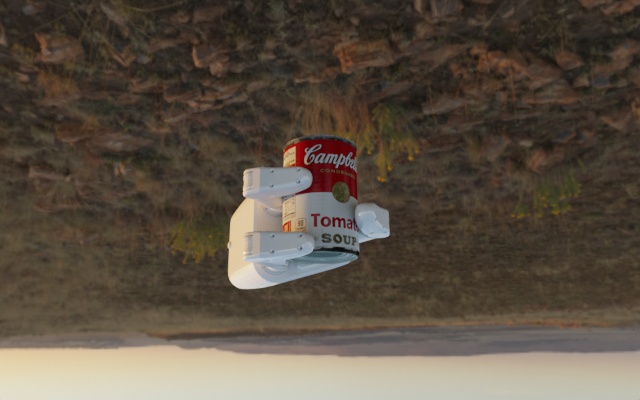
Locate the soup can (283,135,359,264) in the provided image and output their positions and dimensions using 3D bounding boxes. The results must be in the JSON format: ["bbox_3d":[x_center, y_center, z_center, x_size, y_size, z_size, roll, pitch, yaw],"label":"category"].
[{"bbox_3d":[0.000,0.002,0.427,0.068,0.102,0.068,0,-16,0],"label":"soup can"}]
